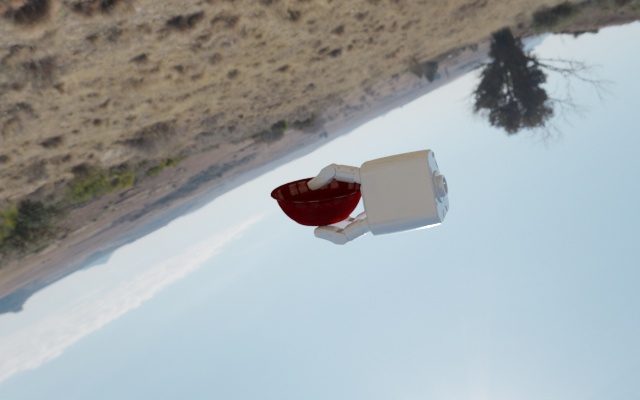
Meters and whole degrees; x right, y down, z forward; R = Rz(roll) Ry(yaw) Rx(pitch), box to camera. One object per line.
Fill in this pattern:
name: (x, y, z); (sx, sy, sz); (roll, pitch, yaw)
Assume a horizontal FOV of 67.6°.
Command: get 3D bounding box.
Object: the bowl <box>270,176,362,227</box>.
bowl: (-0.001, 0.003, 0.794); (0.162, 0.055, 0.162); (-6, 16, 2)
